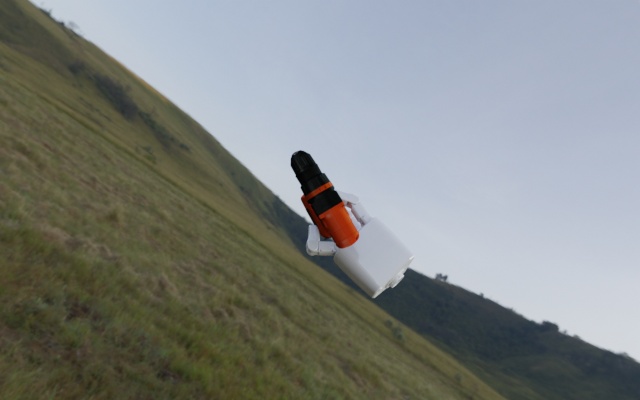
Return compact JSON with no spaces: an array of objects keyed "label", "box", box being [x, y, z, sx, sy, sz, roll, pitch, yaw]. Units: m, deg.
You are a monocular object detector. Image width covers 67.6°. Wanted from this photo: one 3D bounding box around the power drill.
[{"label":"power drill","box":[0.000,0.003,0.877,0.057,0.184,0.187,-29,-3,-4]}]
